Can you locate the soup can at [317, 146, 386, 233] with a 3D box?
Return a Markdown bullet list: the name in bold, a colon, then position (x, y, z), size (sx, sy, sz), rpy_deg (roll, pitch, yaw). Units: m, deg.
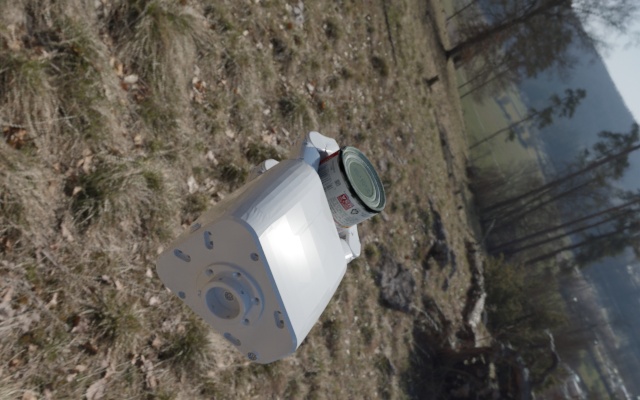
- **soup can**: position (0.001, 0.001, 0.444), size (0.102, 0.068, 0.068), rpy_deg (-29, -15, 29)
